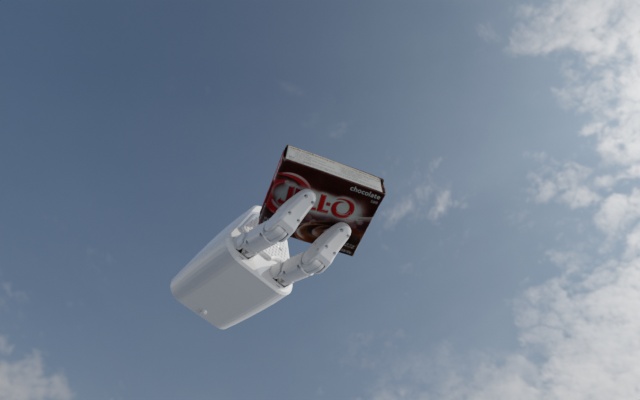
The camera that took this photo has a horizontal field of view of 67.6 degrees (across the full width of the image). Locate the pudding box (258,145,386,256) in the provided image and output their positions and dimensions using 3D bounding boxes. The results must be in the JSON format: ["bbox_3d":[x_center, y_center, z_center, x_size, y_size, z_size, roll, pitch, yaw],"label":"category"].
[{"bbox_3d":[0.000,0.002,0.509,0.113,0.090,0.039,17,34,-10],"label":"pudding box"}]
